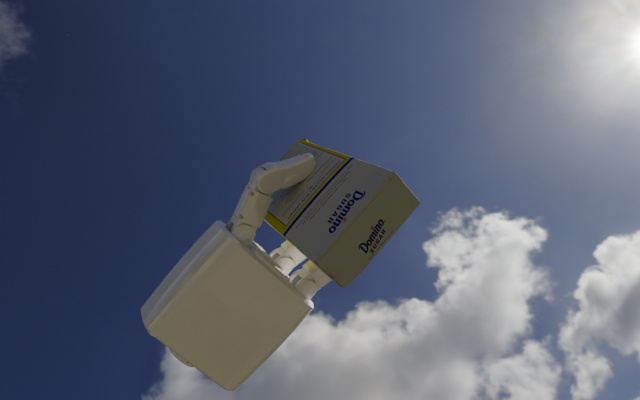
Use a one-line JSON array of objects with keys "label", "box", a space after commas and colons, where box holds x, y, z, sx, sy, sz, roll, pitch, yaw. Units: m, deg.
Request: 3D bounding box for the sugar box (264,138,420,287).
[{"label": "sugar box", "box": [0.000, 0.002, 0.432, 0.048, 0.093, 0.176, 45, -6, -32]}]
